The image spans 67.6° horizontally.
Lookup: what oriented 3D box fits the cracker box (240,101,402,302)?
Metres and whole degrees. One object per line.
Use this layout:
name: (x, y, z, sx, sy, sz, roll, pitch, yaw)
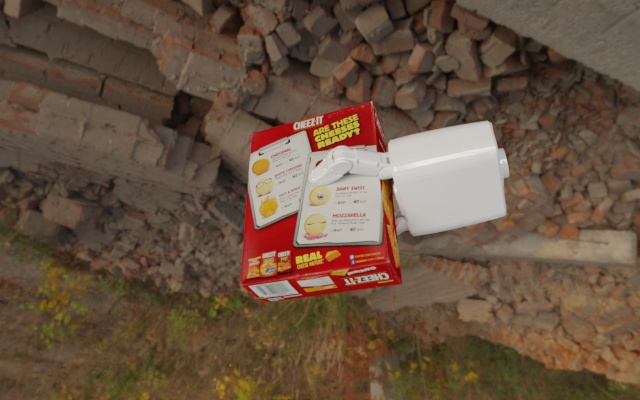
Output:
cracker box: (0.000, 0.002, 0.560, 0.164, 0.213, 0.072, -12, -35, 16)
